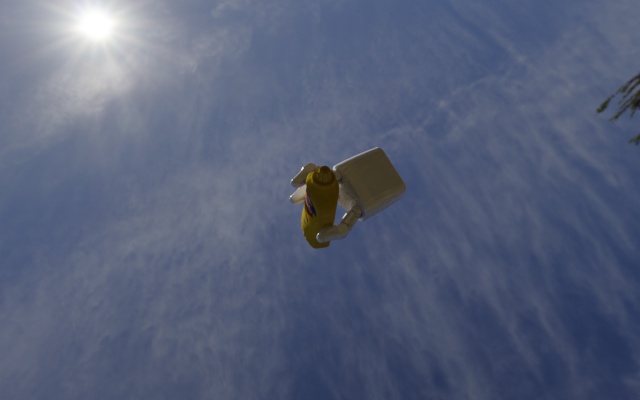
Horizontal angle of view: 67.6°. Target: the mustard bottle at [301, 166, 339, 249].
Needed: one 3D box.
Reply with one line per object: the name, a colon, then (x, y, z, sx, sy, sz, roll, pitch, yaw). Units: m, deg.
mustard bottle: (0.000, 0.003, 0.874, 0.058, 0.096, 0.192, -6, -34, -10)
